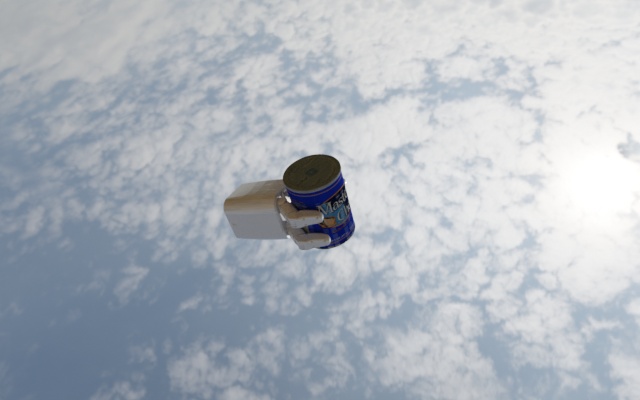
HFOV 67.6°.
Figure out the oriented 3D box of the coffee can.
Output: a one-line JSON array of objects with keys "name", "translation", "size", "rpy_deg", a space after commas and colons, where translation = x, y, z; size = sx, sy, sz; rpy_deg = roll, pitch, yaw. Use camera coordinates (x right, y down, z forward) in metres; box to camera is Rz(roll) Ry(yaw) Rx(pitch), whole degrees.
[{"name": "coffee can", "translation": [0.000, 0.003, 0.858], "size": [0.103, 0.140, 0.102], "rpy_deg": [-10, 38, 8]}]
